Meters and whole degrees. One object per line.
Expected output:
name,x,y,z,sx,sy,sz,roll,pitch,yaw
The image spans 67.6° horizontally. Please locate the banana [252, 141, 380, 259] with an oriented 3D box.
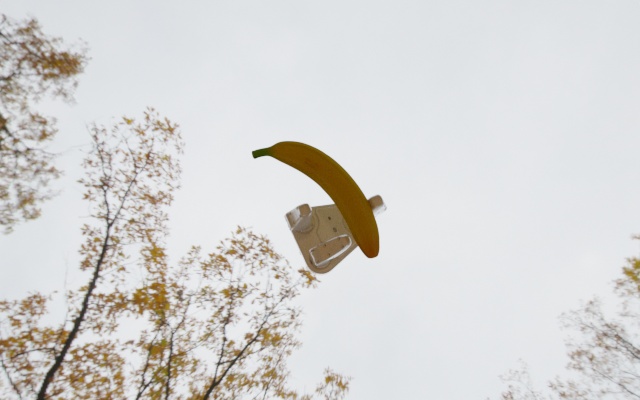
banana,0.010,-0.014,0.591,0.198,0.069,0.037,40,-14,5
